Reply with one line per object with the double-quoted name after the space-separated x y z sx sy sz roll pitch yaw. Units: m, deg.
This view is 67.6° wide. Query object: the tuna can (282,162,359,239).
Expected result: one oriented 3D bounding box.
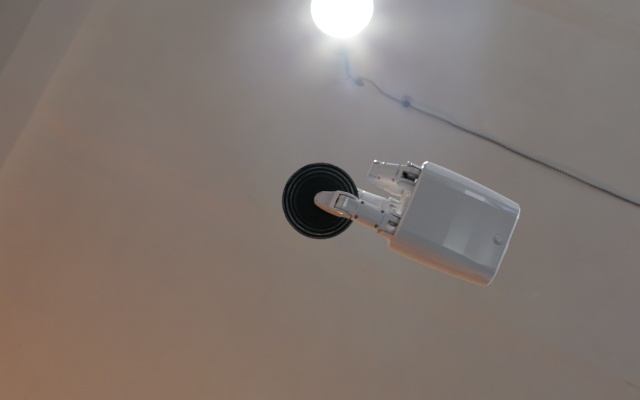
0.000 0.002 0.545 0.086 0.086 0.034 0 -6 0 "tuna can"
